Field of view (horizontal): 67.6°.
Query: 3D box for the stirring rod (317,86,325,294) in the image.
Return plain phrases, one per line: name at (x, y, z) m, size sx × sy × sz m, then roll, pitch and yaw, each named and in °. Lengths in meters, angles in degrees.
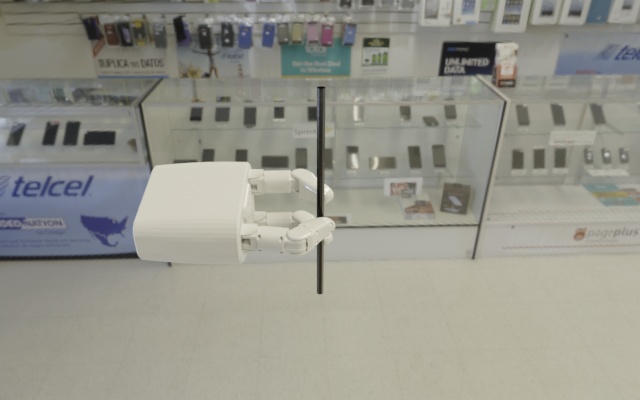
stirring rod at (0.000, 0.002, 0.495) m, size 0.011 × 0.240 × 0.011 m, roll 0°, pitch 29°, yaw 0°
